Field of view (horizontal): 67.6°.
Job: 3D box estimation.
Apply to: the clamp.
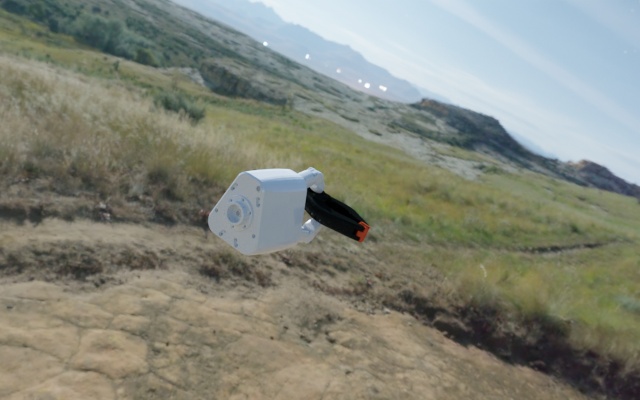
[{"bbox_3d":[0.001,0.002,0.808,0.210,0.036,0.164,31,18,24],"label":"clamp"}]
